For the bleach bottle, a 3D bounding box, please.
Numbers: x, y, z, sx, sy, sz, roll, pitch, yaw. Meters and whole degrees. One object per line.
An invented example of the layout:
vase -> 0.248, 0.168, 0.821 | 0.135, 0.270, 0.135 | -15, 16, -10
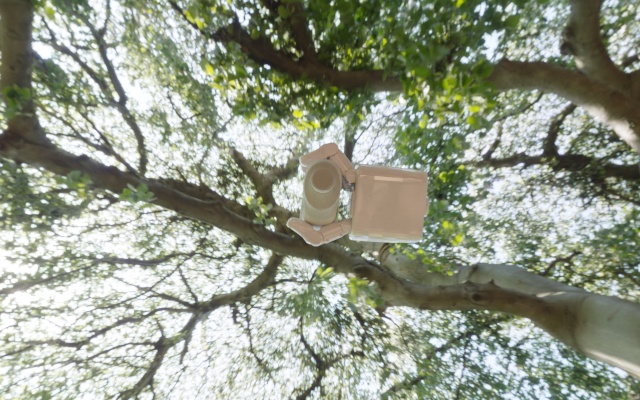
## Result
bleach bottle -> 0.000, 0.002, 0.731 | 0.068, 0.102, 0.251 | 4, -10, 0
